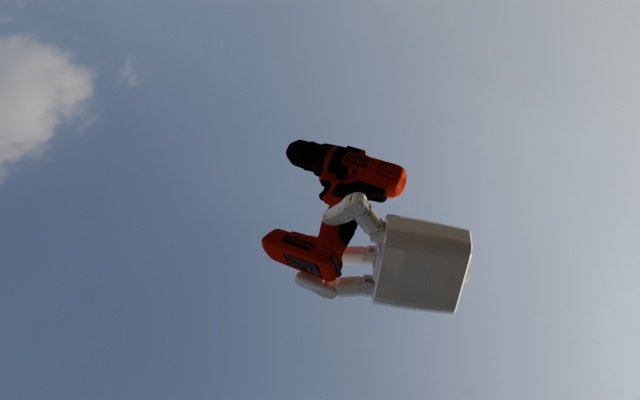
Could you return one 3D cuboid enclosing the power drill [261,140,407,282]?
[{"bbox_3d":[0.000,0.003,0.641,0.184,0.187,0.057,18,-28,26],"label":"power drill"}]
